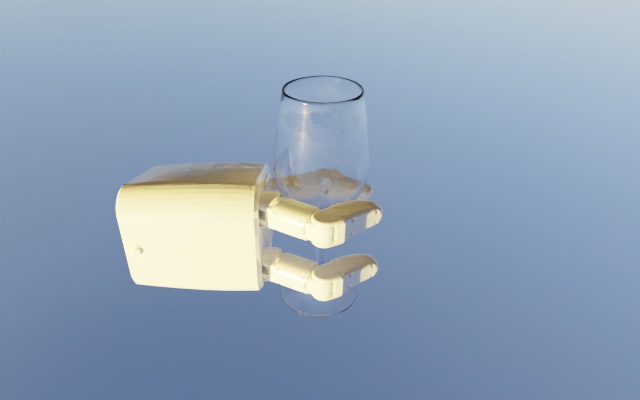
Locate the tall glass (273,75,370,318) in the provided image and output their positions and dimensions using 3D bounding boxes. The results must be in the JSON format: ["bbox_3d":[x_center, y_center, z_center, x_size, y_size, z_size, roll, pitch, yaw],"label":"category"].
[{"bbox_3d":[0.000,0.002,0.407,0.079,0.201,0.079,1,32,-1],"label":"tall glass"}]
